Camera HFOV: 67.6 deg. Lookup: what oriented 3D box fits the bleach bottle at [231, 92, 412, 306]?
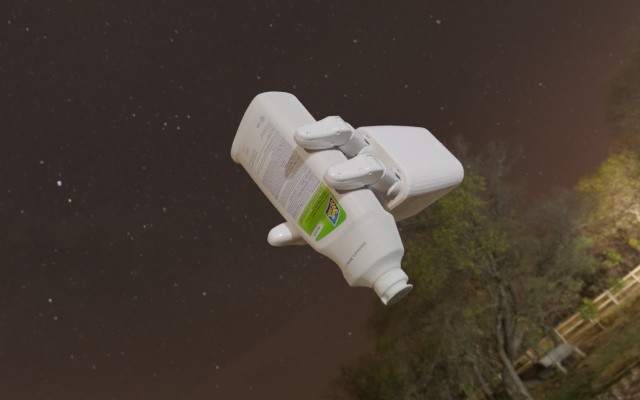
[{"bbox_3d":[0.000,0.001,0.484,0.068,0.250,0.103,-9,-39,-41],"label":"bleach bottle"}]
